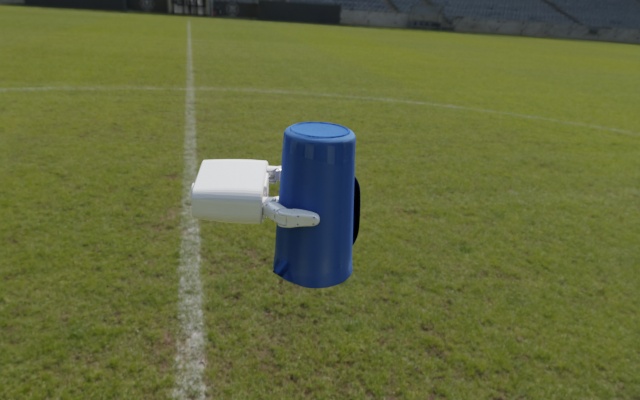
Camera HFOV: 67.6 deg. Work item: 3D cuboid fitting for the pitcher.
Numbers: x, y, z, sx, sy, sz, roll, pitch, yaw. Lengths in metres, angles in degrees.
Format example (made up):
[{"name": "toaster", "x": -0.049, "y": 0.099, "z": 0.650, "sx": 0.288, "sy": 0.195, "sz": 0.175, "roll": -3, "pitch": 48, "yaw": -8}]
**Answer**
[{"name": "pitcher", "x": 0.000, "y": 0.003, "z": 0.762, "sx": 0.145, "sy": 0.243, "sz": 0.149, "roll": 3, "pitch": 23, "yaw": -1}]
